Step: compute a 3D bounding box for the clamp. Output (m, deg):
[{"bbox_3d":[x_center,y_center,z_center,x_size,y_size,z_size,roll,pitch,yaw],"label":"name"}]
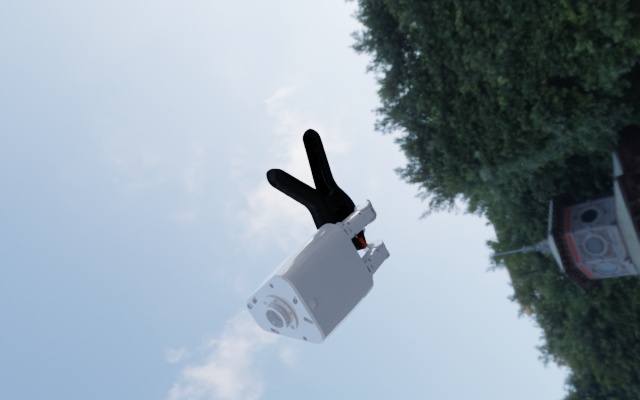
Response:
[{"bbox_3d":[0.000,0.002,0.601,0.039,0.171,0.120,-22,12,43],"label":"clamp"}]
